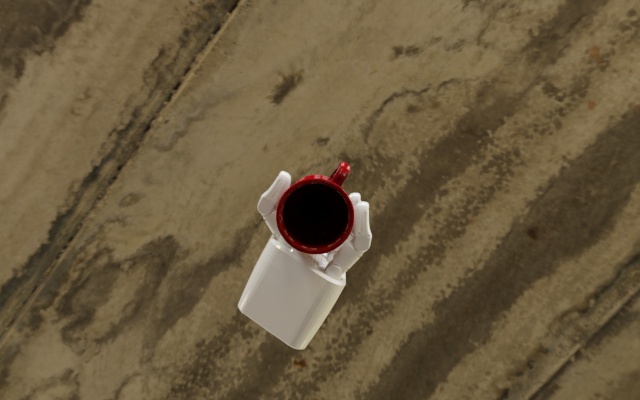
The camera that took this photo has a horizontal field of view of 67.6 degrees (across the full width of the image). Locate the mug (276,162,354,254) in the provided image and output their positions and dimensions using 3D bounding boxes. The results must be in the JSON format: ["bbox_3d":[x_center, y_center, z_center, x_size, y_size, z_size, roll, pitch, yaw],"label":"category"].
[{"bbox_3d":[0.001,0.001,0.601,0.093,0.117,0.081,30,10,-5],"label":"mug"}]
